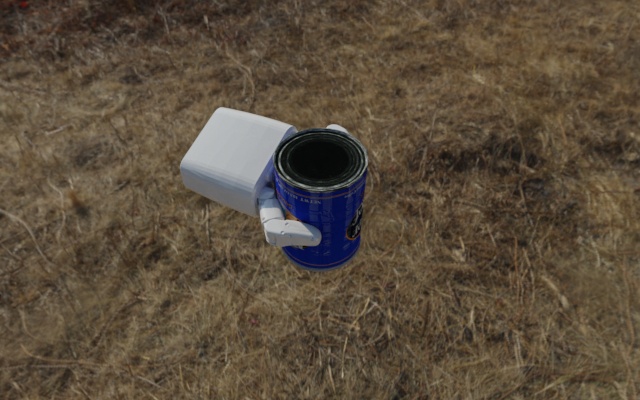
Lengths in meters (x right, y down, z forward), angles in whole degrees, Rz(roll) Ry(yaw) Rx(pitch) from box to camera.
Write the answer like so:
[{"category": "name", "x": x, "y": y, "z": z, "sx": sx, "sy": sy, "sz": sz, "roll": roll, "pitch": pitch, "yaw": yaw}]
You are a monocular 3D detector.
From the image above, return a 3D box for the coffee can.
[{"category": "coffee can", "x": 0.000, "y": 0.002, "z": 0.559, "sx": 0.103, "sy": 0.102, "sz": 0.140, "roll": 0, "pitch": -44, "yaw": 0}]
